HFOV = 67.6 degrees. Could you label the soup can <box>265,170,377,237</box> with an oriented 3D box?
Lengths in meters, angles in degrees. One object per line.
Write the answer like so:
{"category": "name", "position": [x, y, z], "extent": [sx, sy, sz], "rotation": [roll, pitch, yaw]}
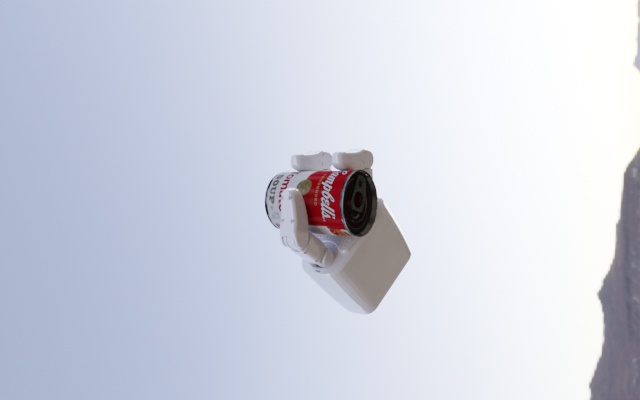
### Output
{"category": "soup can", "position": [0.000, 0.001, 0.507], "extent": [0.102, 0.068, 0.068], "rotation": [2, 1, 36]}
